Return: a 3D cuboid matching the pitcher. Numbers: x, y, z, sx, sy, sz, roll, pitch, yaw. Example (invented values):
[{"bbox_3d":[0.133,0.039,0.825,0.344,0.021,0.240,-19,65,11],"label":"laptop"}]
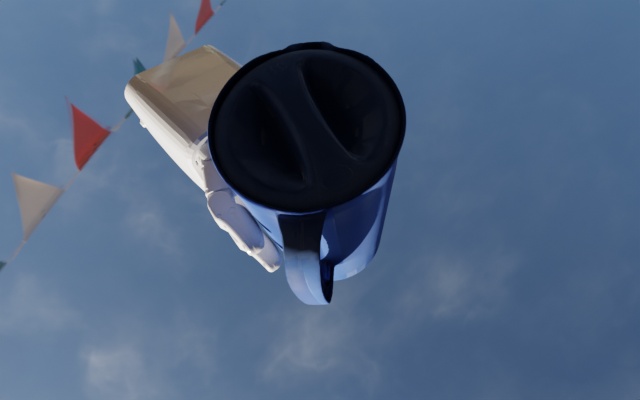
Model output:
[{"bbox_3d":[0.000,0.001,0.417,0.145,0.149,0.243,41,-13,21],"label":"pitcher"}]
